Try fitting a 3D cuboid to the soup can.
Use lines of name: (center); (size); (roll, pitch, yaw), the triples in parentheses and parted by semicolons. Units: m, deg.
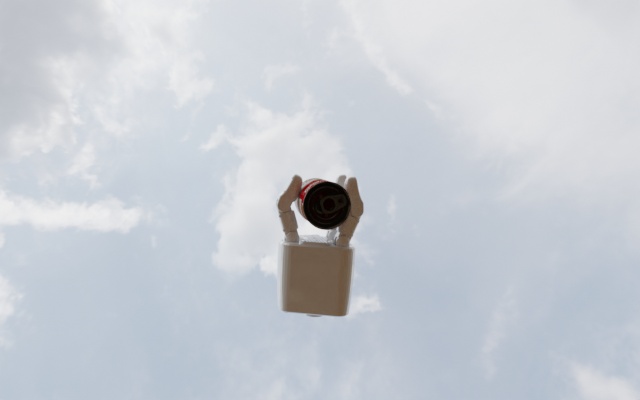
soup can: (0.000, 0.002, 0.707); (0.068, 0.068, 0.102); (0, 6, -11)
